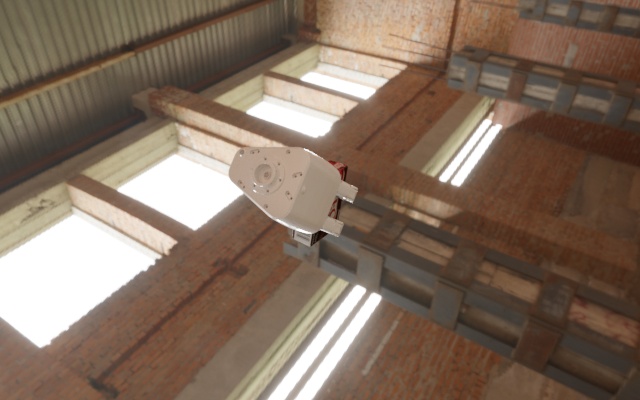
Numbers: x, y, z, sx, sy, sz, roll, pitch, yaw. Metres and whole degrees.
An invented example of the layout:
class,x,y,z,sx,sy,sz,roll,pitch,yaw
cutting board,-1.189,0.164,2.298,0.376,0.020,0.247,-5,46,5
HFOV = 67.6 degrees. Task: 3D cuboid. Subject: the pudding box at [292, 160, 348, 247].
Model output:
class,x,y,z,sx,sy,sz,roll,pitch,yaw
pudding box,0.000,0.002,0.732,0.039,0.113,0.090,22,26,23
